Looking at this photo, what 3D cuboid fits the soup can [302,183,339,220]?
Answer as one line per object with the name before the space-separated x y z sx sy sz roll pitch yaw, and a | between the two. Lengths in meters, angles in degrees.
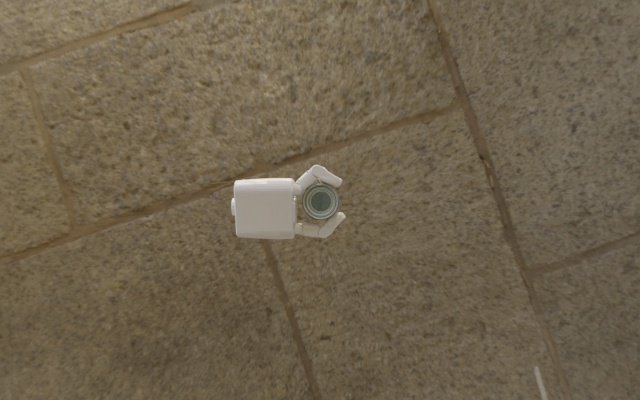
soup can | 0.001 0.003 0.898 0.068 0.068 0.102 0 -1 0
